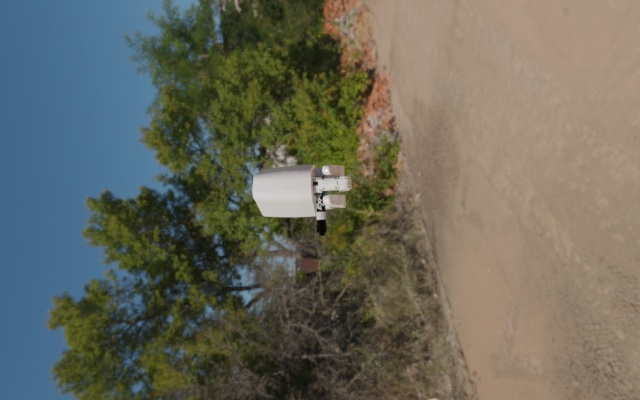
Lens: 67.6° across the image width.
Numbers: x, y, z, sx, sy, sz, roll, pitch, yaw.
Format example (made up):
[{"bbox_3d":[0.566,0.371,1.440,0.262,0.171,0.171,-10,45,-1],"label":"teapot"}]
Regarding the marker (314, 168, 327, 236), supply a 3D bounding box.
[{"bbox_3d":[0.000,0.003,0.857,0.020,0.121,0.020,-2,-7,0],"label":"marker"}]
